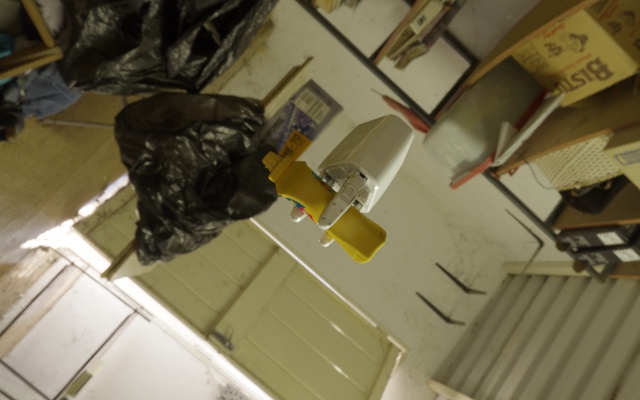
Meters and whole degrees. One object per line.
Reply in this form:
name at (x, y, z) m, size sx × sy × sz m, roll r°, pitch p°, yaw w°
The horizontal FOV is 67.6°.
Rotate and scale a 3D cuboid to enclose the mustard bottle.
mustard bottle at (0.000, 0.003, 0.644) m, size 0.191 × 0.058 × 0.096 m, roll 41°, pitch 2°, yaw -3°
